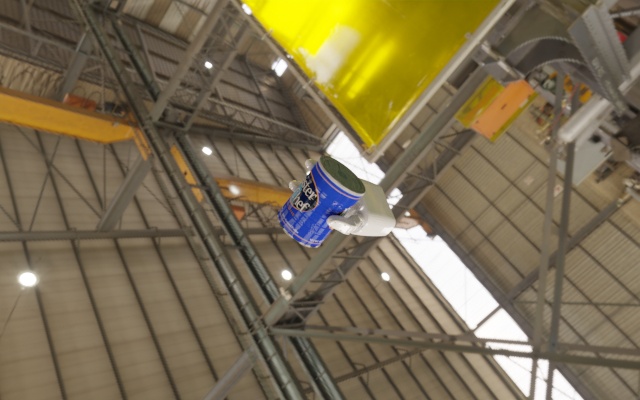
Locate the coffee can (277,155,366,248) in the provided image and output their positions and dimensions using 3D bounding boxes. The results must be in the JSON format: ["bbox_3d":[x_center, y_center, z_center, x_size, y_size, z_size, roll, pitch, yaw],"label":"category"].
[{"bbox_3d":[0.000,0.003,0.880,0.103,0.140,0.102,33,23,-16],"label":"coffee can"}]
